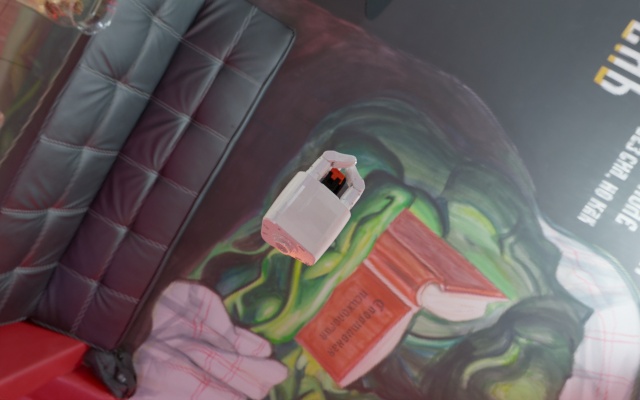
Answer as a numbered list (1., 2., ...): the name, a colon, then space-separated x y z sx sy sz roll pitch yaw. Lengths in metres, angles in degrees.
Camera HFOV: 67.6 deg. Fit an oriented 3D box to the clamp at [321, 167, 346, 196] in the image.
1. clamp: 0.001 0.003 0.880 0.039 0.120 0.171 35 -27 9
